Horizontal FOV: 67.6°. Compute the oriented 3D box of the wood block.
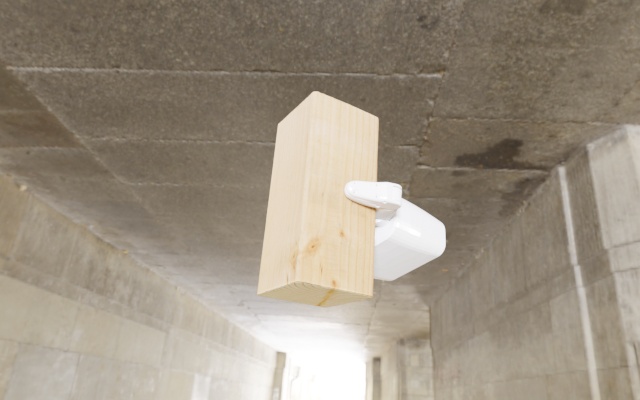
[{"bbox_3d":[0.001,0.002,0.520,0.090,0.206,0.091,17,-26,-28],"label":"wood block"}]
